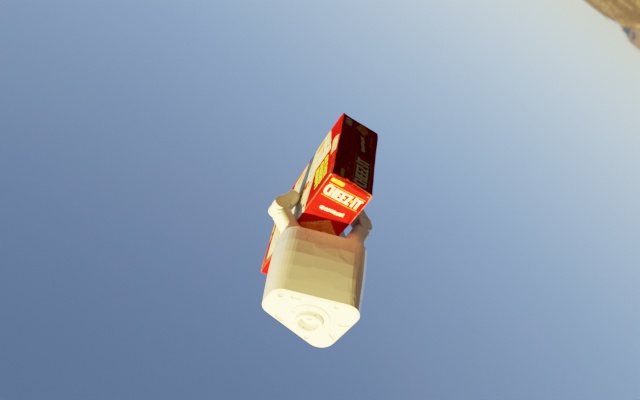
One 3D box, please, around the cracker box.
[{"bbox_3d":[0.000,0.002,0.709,0.072,0.214,0.164,28,37,-13],"label":"cracker box"}]
